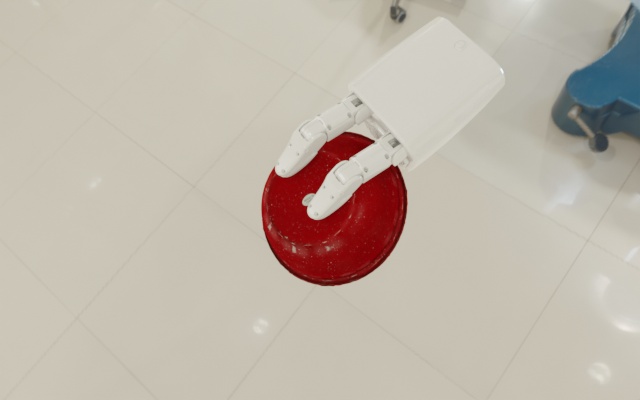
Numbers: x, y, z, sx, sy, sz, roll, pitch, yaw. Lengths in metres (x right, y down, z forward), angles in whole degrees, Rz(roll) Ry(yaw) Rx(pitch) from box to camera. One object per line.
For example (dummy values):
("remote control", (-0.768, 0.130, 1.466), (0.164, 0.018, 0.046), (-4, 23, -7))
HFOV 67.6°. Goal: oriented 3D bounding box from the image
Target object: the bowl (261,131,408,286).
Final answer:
("bowl", (-0.001, 0.003, 0.468), (0.162, 0.162, 0.055), (0, -10, 24))
